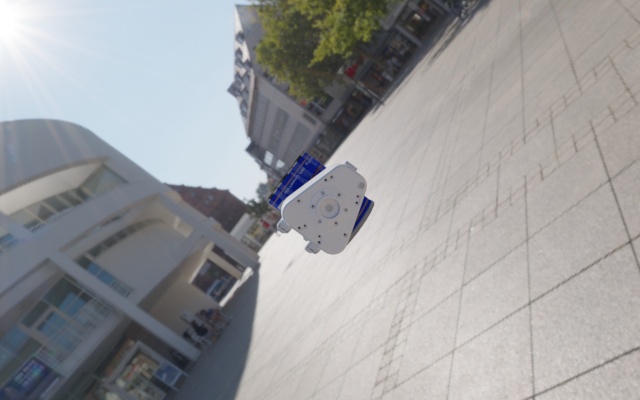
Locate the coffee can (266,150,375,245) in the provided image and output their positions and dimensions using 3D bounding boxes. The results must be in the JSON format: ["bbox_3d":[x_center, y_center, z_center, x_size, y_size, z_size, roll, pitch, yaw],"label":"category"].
[{"bbox_3d":[0.000,0.003,0.763,0.140,0.103,0.103,36,-2,-3],"label":"coffee can"}]
